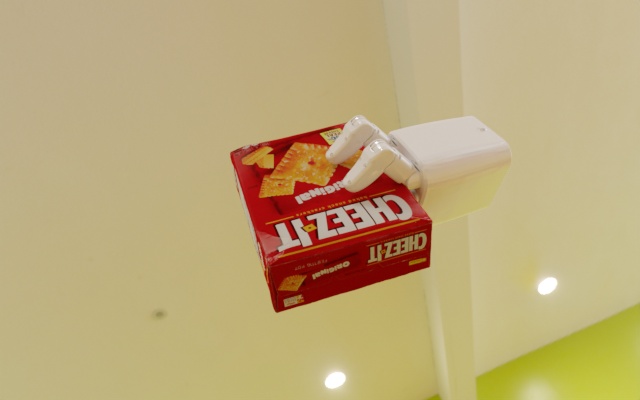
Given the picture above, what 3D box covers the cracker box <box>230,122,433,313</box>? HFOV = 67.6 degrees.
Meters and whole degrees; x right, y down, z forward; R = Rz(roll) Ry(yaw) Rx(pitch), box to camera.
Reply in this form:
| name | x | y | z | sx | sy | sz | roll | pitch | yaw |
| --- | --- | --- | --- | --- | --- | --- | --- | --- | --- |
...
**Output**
| name | x | y | z | sx | sy | sz | roll | pitch | yaw |
| --- | --- | --- | --- | --- | --- | --- | --- | --- | --- |
| cracker box | 0.000 | 0.002 | 0.526 | 0.164 | 0.072 | 0.213 | -15 | 38 | -11 |
